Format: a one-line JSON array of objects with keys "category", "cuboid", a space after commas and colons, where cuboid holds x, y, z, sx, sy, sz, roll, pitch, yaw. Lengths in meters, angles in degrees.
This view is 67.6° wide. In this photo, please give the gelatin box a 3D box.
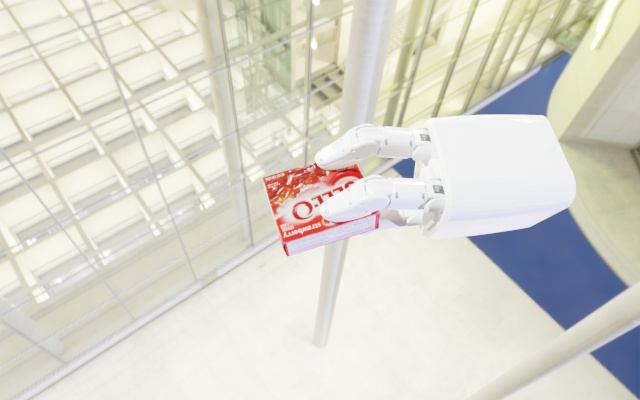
[{"category": "gelatin box", "cuboid": [0.000, 0.002, 0.429, 0.089, 0.073, 0.030, -17, -33, -6]}]
